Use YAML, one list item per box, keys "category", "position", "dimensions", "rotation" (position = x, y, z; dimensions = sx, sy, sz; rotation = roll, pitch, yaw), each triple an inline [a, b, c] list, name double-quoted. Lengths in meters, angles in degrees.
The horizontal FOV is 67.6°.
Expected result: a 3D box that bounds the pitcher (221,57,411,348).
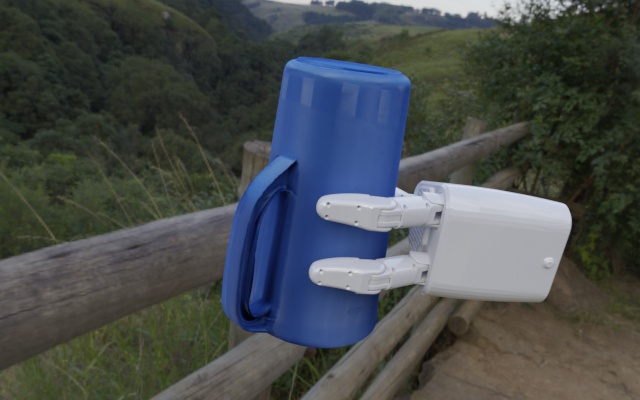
- category: "pitcher"
  position: [0.000, 0.001, 0.431]
  dimensions: [0.145, 0.243, 0.149]
  rotation: [8, 19, -2]
